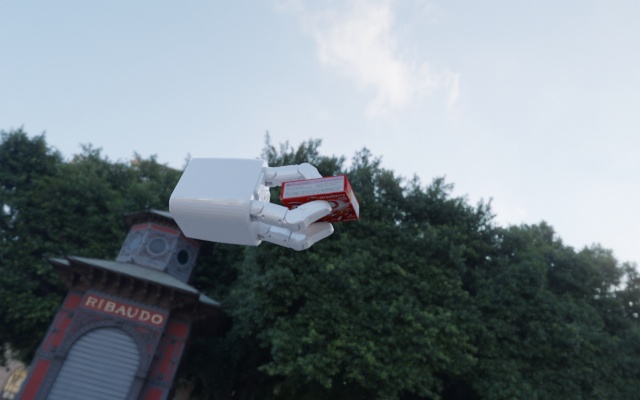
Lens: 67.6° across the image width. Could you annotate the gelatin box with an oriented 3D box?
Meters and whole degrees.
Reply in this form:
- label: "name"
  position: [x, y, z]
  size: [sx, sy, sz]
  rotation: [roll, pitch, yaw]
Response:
- label: "gelatin box"
  position: [0.000, 0.002, 0.631]
  size: [0.089, 0.030, 0.073]
  rotation: [-7, -33, 15]
